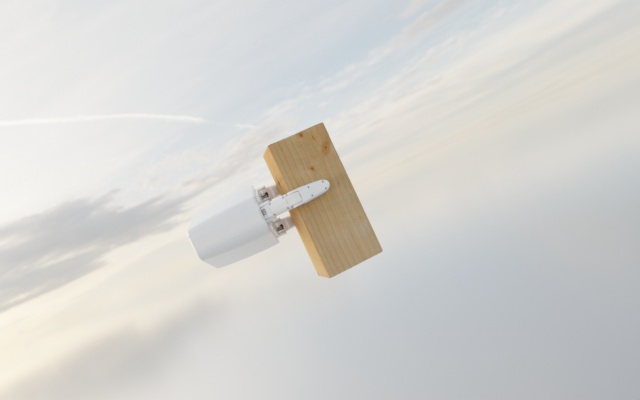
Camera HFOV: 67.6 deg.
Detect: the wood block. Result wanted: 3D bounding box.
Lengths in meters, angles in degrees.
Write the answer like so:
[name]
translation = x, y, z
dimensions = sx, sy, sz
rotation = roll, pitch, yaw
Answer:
[wood block]
translation = 0.000, 0.002, 0.716
dimensions = 0.090, 0.206, 0.091
rotation = -25, 0, -13
